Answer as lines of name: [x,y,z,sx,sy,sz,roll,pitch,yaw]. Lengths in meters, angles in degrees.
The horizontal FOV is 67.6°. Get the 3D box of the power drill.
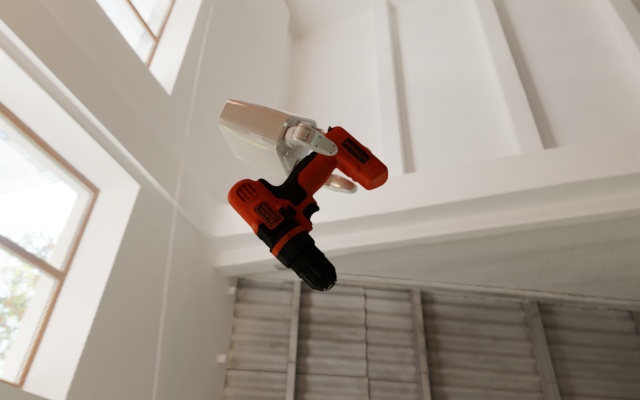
power drill: [0.000,0.002,0.627,0.187,0.184,0.057,-40,-16,-20]
